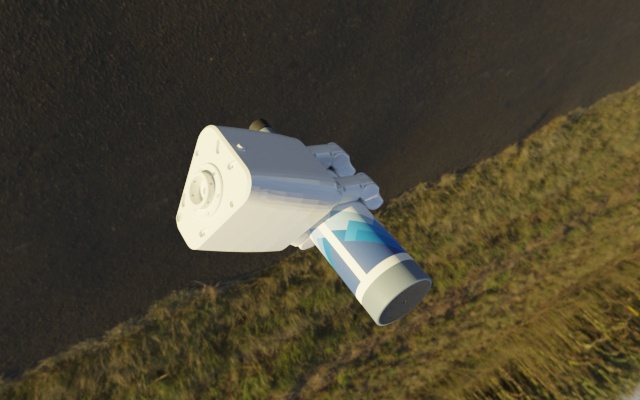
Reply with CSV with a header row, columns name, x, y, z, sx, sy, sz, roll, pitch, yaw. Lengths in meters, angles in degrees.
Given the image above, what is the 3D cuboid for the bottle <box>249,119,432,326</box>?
name,x,y,z,sx,sy,sz,roll,pitch,yaw
bottle,0.000,0.002,0.530,0.069,0.069,0.295,0,40,-45
